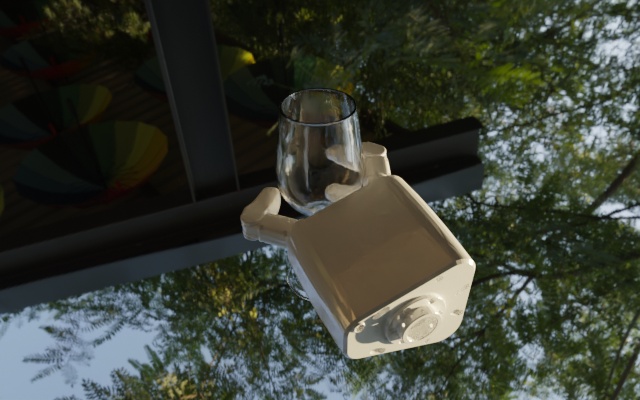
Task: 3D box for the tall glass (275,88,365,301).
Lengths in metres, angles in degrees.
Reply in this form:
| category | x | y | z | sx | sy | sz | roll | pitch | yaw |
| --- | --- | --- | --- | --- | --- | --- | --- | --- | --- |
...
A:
| category | x | y | z | sx | sy | sz | roll | pitch | yaw |
| --- | --- | --- | --- | --- | --- | --- | --- | --- | --- |
| tall glass | 0.000 | 0.002 | 0.441 | 0.079 | 0.201 | 0.079 | -1 | 39 | 1 |
